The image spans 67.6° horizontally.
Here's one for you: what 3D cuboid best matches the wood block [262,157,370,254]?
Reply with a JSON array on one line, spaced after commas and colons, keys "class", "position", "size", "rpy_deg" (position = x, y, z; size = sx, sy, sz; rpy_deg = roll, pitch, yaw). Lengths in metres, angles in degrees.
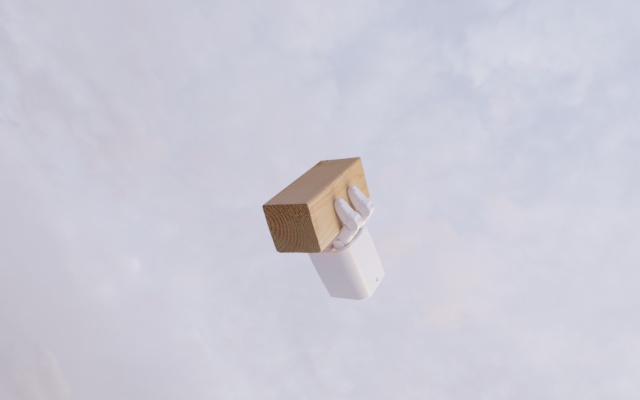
[{"class": "wood block", "position": [0.000, 0.003, 0.840], "size": [0.091, 0.090, 0.206], "rpy_deg": [-4, 23, 31]}]
